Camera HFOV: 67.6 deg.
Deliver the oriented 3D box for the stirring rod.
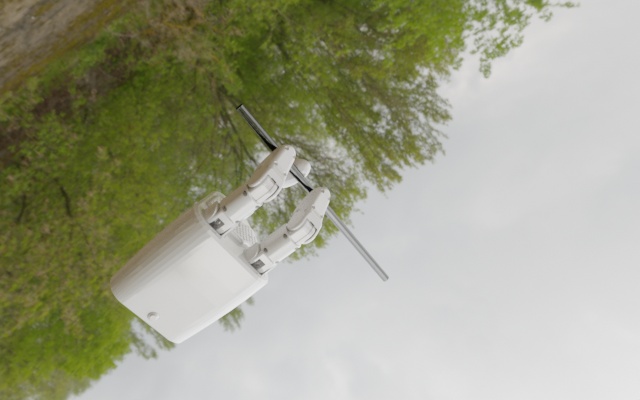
[{"bbox_3d":[0.000,0.001,0.466,0.011,0.011,0.240,0,-44,54],"label":"stirring rod"}]
